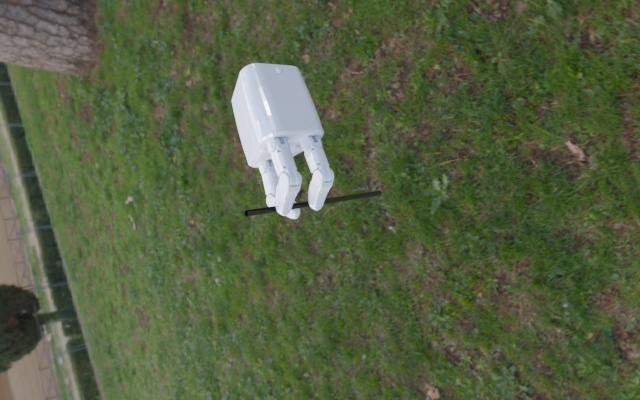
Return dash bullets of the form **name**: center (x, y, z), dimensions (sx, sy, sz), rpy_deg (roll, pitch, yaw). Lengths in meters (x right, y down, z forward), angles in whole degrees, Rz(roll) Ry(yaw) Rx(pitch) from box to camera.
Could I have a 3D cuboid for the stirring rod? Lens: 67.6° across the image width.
- **stirring rod**: center (0.000, 0.002, 0.665), dimensions (0.239, 0.011, 0.011), rpy_deg (-9, 5, -39)
